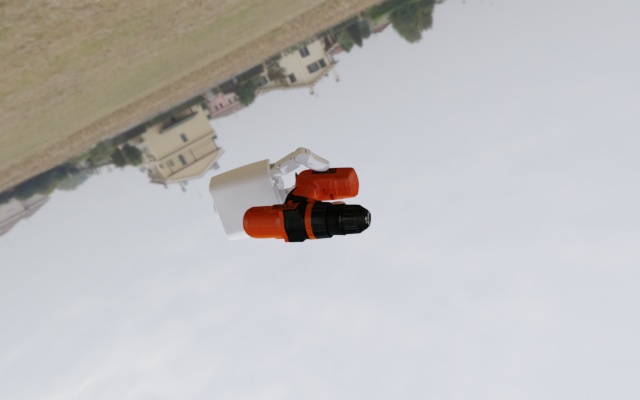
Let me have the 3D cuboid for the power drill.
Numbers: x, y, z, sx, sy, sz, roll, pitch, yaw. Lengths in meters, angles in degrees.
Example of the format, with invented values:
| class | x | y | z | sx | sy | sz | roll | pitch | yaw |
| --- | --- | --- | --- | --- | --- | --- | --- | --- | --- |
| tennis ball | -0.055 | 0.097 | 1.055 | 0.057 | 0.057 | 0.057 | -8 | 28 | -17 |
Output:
| class | x | y | z | sx | sy | sz | roll | pitch | yaw |
| --- | --- | --- | --- | --- | --- | --- | --- | --- | --- |
| power drill | 0.000 | 0.002 | 0.712 | 0.184 | 0.057 | 0.187 | -1 | 19 | 20 |
